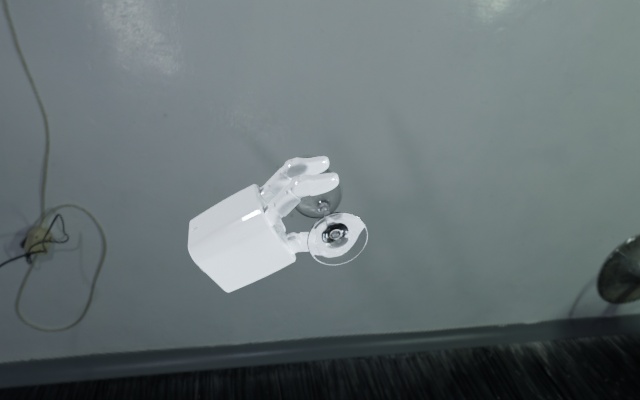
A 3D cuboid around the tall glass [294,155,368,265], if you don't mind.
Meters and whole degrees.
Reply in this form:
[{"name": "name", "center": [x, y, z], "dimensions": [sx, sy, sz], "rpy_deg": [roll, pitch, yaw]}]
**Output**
[{"name": "tall glass", "center": [0.000, 0.002, 0.653], "dimensions": [0.079, 0.079, 0.201], "rpy_deg": [0, 27, -13]}]
